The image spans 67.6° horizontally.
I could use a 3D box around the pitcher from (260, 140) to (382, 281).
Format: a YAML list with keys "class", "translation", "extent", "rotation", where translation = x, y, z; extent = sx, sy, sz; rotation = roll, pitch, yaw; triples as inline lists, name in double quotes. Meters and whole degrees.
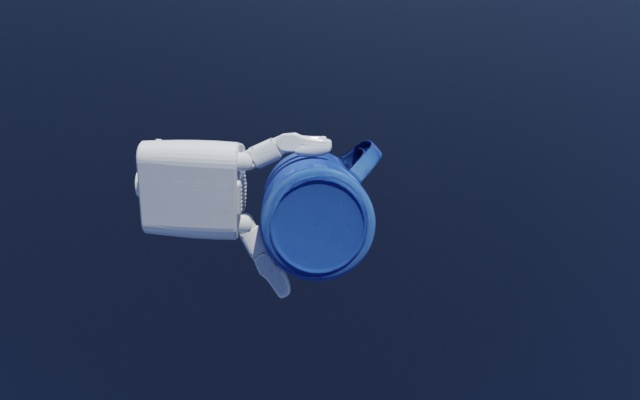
- class: "pitcher"
  translation: [0.000, 0.002, 0.551]
  extent: [0.145, 0.149, 0.243]
  rotation: [3, 7, -3]
